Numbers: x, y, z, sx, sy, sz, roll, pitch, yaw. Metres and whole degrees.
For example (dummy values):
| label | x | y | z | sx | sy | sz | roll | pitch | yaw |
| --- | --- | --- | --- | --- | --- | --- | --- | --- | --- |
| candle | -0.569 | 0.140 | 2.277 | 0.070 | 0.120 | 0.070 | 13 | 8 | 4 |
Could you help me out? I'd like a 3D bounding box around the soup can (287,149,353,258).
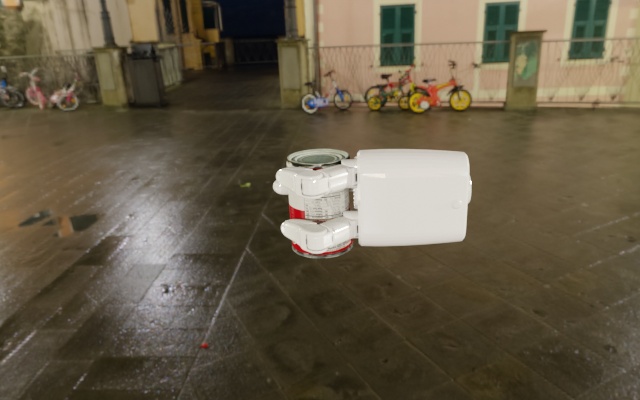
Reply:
| label | x | y | z | sx | sy | sz | roll | pitch | yaw |
| --- | --- | --- | --- | --- | --- | --- | --- | --- | --- |
| soup can | 0.000 | 0.001 | 0.511 | 0.068 | 0.102 | 0.068 | -2 | 19 | 1 |
